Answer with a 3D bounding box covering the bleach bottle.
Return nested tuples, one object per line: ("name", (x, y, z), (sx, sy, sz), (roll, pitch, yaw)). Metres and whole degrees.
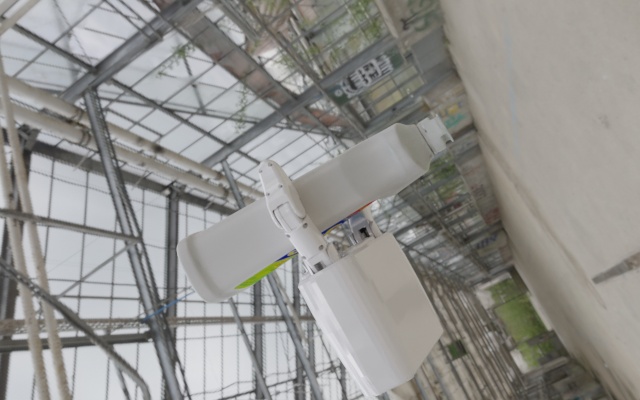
("bleach bottle", (0.000, 0.001, 0.428), (0.251, 0.068, 0.102), (-32, -7, 14))
